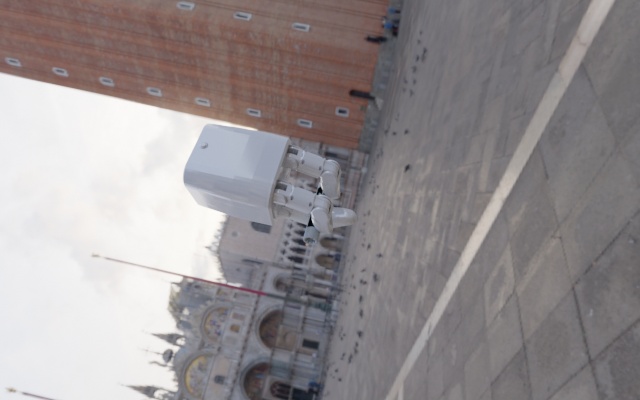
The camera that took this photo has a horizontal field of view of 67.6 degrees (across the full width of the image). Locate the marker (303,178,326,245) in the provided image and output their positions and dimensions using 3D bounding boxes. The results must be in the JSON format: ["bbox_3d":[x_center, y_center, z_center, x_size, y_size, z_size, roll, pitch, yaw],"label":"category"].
[{"bbox_3d":[0.000,0.002,0.617,0.020,0.121,0.020,10,-36,7],"label":"marker"}]
